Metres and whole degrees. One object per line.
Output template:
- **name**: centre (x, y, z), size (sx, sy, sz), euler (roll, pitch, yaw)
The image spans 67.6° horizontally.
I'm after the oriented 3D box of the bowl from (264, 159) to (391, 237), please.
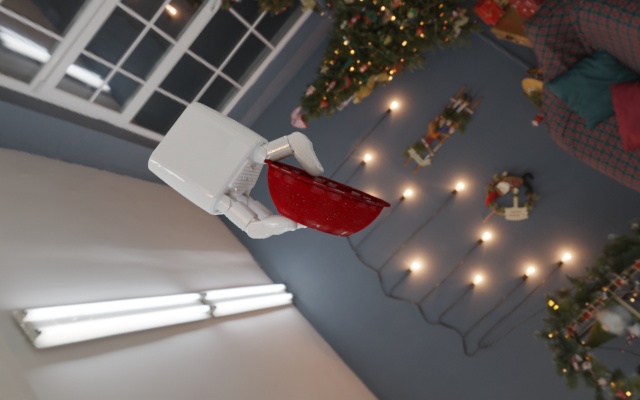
- **bowl**: centre (0.001, 0.003, 0.575), size (0.162, 0.055, 0.162), euler (19, 5, -2)
